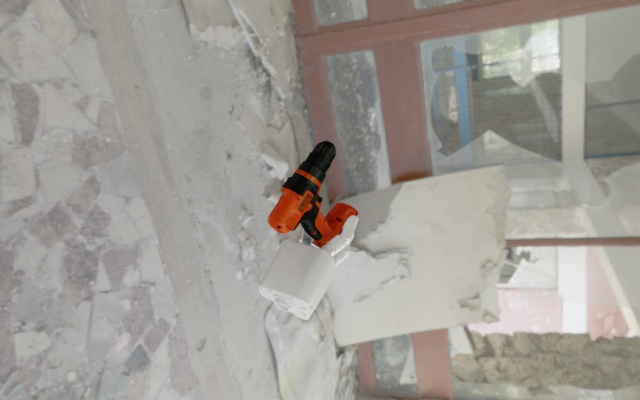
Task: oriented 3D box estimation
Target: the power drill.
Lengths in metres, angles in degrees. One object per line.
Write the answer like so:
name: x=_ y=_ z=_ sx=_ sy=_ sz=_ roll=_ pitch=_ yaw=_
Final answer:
power drill: x=0.000 y=0.003 z=0.891 sx=0.057 sy=0.184 sz=0.188 roll=27 pitch=-10 yaw=39
